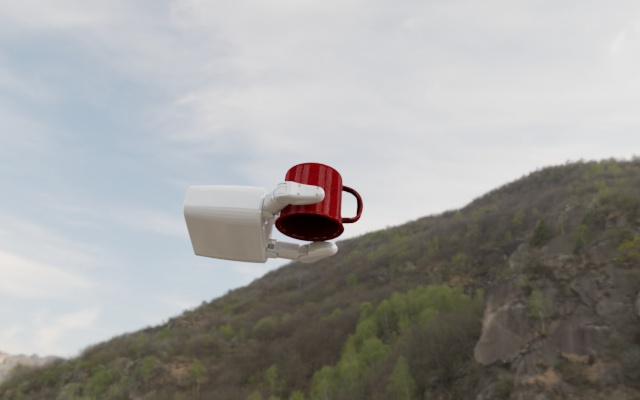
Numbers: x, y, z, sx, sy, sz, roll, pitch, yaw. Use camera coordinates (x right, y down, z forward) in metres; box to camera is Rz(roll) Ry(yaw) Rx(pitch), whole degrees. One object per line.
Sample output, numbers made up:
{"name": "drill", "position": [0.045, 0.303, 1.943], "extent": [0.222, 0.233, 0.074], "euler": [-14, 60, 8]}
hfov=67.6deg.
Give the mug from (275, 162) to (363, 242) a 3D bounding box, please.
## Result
{"name": "mug", "position": [0.002, 0.002, 0.652], "extent": [0.117, 0.081, 0.093], "euler": [4, -28, 2]}
